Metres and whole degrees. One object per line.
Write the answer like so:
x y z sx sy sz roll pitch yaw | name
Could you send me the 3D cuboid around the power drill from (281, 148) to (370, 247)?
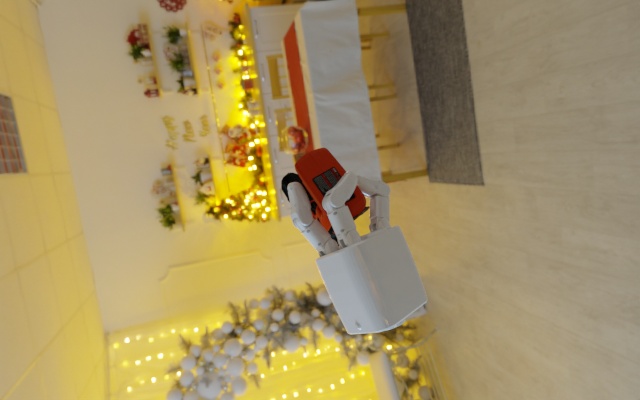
0.000 0.002 0.691 0.057 0.184 0.188 -33 -18 -14 | power drill
